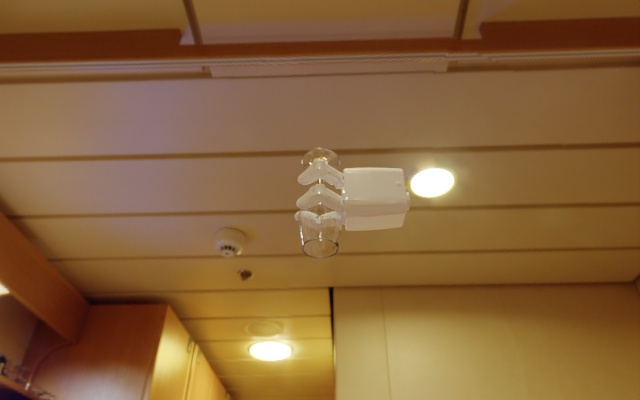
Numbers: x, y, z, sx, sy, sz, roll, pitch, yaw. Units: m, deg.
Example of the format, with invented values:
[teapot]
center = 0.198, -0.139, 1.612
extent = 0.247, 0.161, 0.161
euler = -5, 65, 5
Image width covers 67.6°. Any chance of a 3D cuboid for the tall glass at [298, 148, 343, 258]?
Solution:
[tall glass]
center = 0.000, 0.002, 0.861
extent = 0.079, 0.200, 0.079
euler = 1, -38, 0
